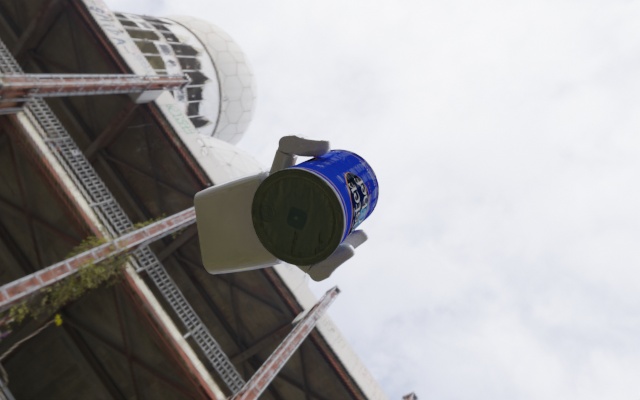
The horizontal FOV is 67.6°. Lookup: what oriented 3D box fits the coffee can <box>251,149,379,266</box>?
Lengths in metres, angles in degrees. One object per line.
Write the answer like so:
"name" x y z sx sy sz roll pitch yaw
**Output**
"coffee can" 0.000 0.002 0.543 0.103 0.103 0.140 0 14 22
